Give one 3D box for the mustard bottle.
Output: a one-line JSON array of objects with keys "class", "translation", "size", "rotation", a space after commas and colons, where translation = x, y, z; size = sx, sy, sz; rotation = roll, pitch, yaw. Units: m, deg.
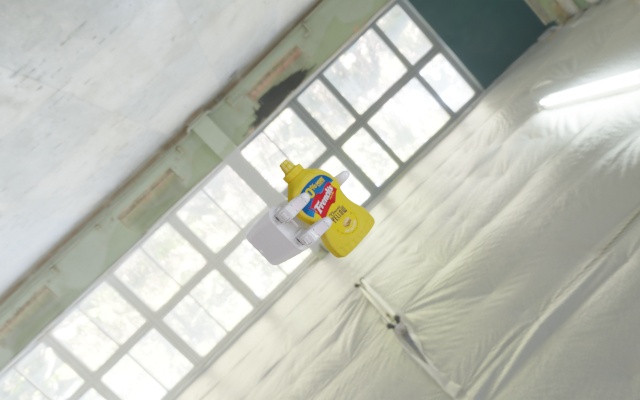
[{"class": "mustard bottle", "translation": [0.000, 0.003, 0.830], "size": [0.096, 0.191, 0.058], "rotation": [-46, 7, -18]}]
